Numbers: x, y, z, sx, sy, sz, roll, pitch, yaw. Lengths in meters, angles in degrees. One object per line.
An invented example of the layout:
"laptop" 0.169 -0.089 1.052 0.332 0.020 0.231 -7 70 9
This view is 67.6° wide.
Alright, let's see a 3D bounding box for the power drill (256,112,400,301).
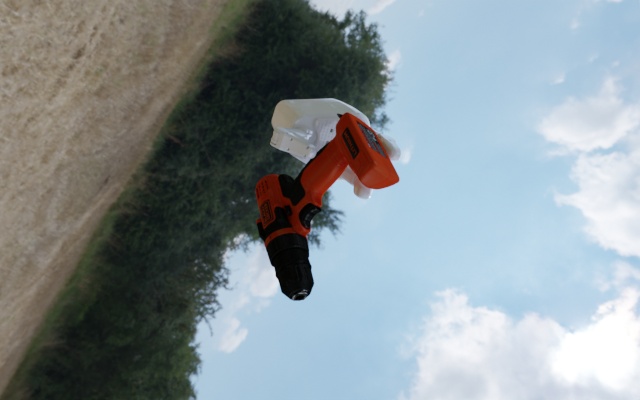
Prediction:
"power drill" 0.000 0.001 0.566 0.188 0.184 0.057 -40 -42 23
